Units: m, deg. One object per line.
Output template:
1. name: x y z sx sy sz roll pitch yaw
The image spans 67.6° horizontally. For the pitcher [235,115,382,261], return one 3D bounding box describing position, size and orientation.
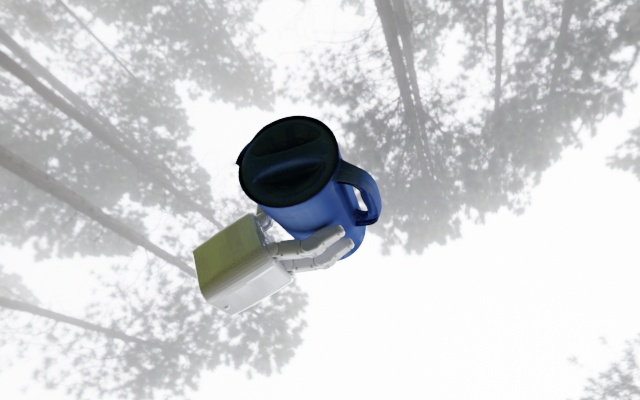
1. pitcher: 0.000 0.002 0.679 0.145 0.149 0.243 -32 -32 1
